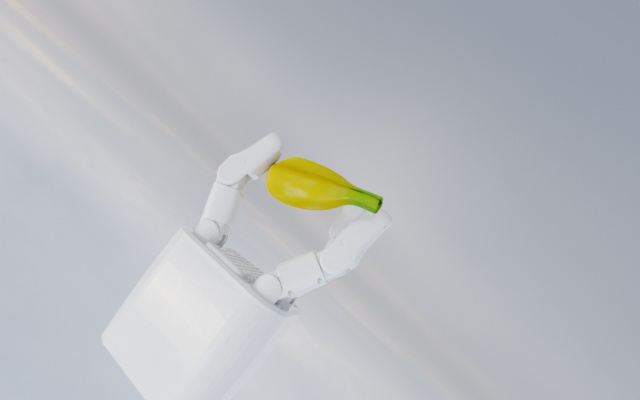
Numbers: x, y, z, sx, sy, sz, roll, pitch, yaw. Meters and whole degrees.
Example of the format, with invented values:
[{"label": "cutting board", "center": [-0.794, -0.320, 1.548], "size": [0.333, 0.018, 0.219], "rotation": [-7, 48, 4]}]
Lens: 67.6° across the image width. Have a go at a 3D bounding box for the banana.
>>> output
[{"label": "banana", "center": [-0.014, -0.009, 0.399], "size": [0.069, 0.037, 0.198], "rotation": [33, -4, -13]}]
